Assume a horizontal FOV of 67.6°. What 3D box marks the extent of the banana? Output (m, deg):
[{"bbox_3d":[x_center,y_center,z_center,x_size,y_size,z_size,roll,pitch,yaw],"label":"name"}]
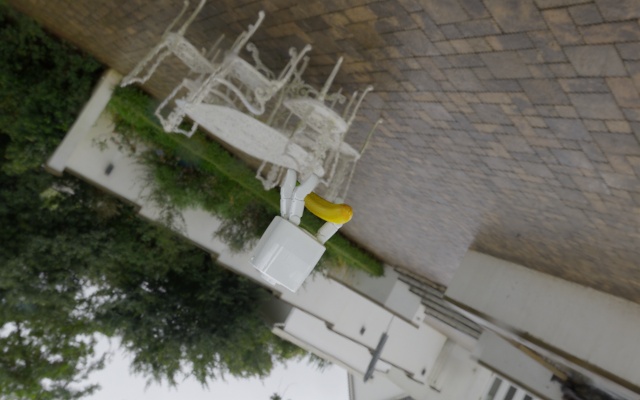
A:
[{"bbox_3d":[0.009,0.013,0.901,0.070,0.037,0.197,44,-11,-35],"label":"banana"}]
